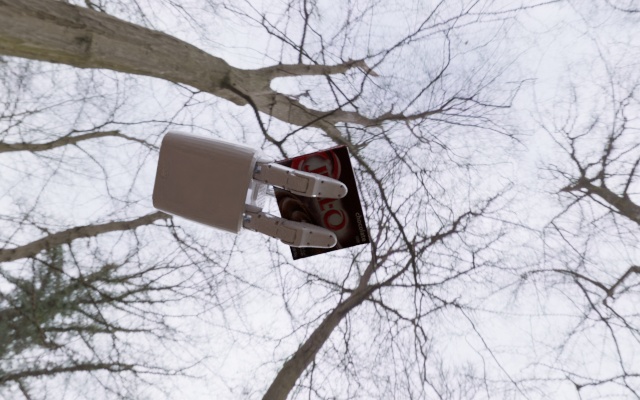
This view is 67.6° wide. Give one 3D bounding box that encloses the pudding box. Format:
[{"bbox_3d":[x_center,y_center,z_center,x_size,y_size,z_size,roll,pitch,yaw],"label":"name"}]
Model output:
[{"bbox_3d":[0.000,0.002,0.535,0.090,0.113,0.039,-14,8,8],"label":"pudding box"}]
